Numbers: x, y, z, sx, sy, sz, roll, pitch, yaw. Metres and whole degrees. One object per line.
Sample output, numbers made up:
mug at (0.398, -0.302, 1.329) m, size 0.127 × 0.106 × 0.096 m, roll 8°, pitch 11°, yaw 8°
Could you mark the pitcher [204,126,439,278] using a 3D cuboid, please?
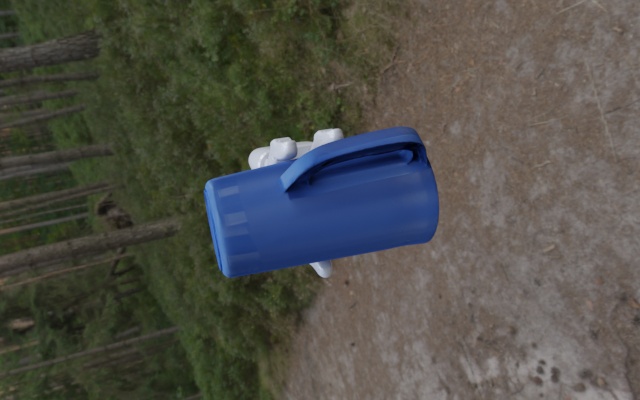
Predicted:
pitcher at (0.000, 0.002, 0.532) m, size 0.243 × 0.149 × 0.145 m, roll -12°, pitch 14°, yaw -15°
